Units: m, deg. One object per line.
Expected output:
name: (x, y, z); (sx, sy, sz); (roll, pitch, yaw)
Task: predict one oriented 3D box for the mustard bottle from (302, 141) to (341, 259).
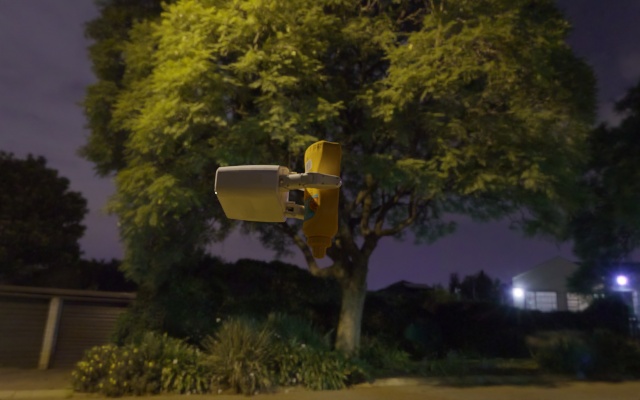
mustard bottle: (0.000, 0.002, 0.811); (0.058, 0.191, 0.096); (8, -15, -19)
